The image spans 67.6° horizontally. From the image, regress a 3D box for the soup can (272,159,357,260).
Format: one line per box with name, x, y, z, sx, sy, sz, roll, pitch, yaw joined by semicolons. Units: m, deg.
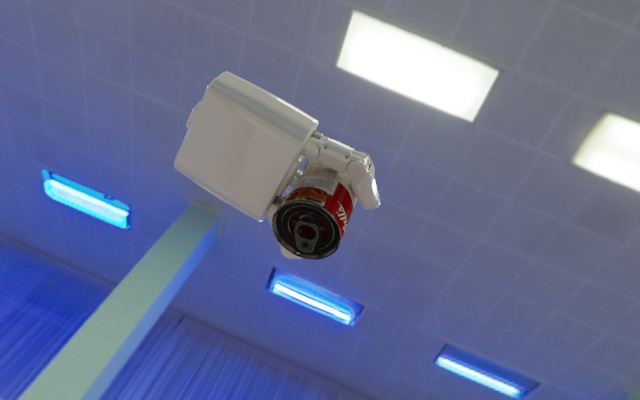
soup can;0.001;0.002;0.484;0.068;0.068;0.102;0;33;19
